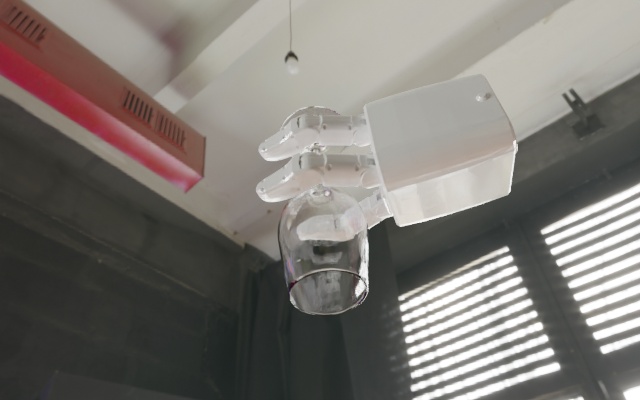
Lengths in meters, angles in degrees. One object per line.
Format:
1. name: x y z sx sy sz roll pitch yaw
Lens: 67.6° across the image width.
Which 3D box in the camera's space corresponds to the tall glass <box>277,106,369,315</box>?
1. tall glass: 0.000 0.001 0.436 0.079 0.200 0.079 -2 -45 -2
